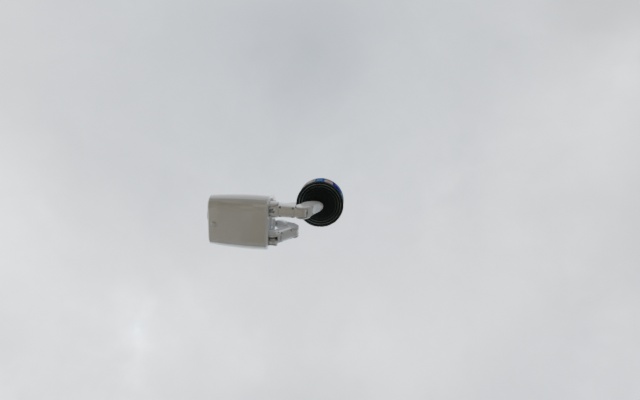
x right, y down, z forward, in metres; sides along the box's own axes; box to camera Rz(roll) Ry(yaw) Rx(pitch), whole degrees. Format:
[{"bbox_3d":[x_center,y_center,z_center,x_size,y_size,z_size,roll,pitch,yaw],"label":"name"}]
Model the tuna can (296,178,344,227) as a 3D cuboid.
[{"bbox_3d":[0.000,0.003,0.871,0.086,0.086,0.033,0,17,6],"label":"tuna can"}]
